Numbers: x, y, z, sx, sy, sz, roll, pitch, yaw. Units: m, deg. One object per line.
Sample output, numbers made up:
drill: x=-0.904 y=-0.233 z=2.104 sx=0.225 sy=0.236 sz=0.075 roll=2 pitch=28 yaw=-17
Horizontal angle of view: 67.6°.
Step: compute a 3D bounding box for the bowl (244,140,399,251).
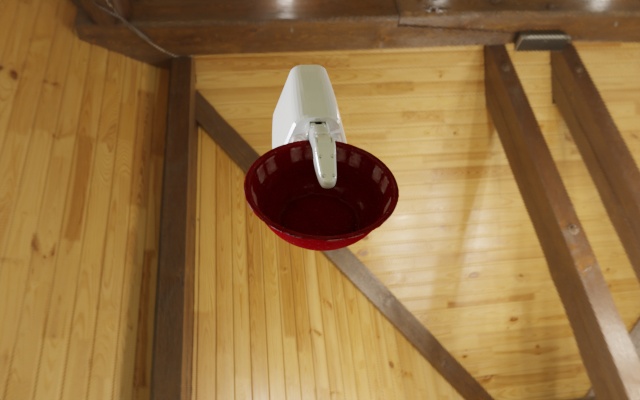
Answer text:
bowl: x=0.000 y=0.003 z=0.514 sx=0.162 sy=0.055 sz=0.162 roll=2 pitch=41 yaw=-2
